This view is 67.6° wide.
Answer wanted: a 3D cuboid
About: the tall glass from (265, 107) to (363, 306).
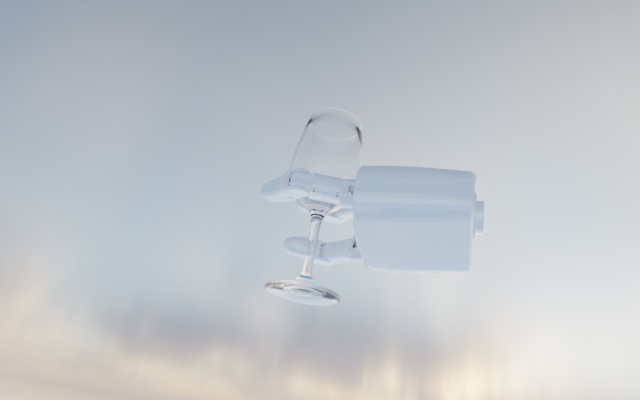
[{"bbox_3d":[0.000,0.002,0.497,0.079,0.201,0.079,9,-26,4],"label":"tall glass"}]
